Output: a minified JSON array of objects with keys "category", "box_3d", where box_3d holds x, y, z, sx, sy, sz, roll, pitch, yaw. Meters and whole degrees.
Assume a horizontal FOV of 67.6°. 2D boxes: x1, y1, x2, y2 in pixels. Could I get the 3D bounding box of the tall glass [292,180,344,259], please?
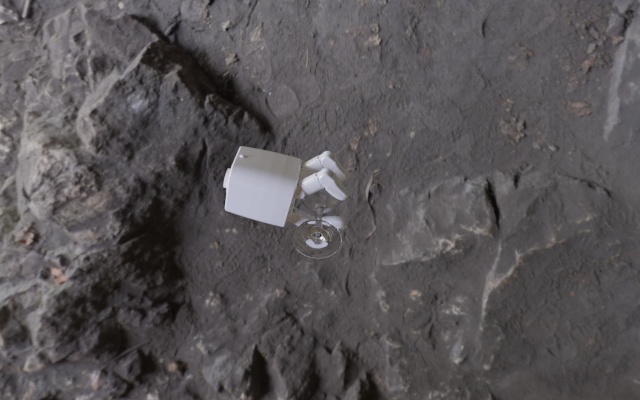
[{"category":"tall glass","box_3d":[0.000,0.003,0.792,0.079,0.079,0.201,0,34,5]}]
